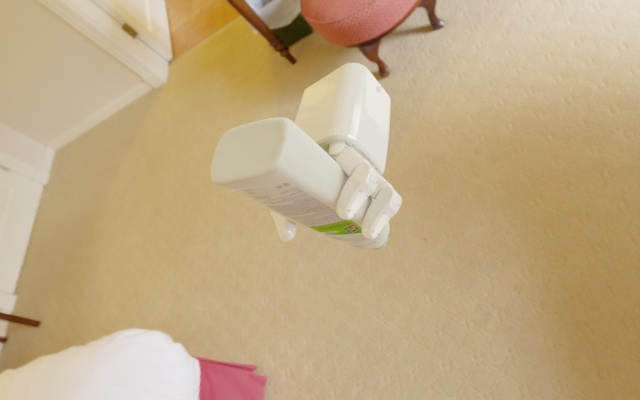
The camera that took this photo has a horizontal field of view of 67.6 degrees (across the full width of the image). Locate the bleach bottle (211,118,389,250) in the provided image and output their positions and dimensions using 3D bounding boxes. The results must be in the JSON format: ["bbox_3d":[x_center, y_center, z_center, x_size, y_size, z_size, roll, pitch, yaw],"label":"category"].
[{"bbox_3d":[0.000,0.002,0.545,0.102,0.068,0.251,-7,-29,34],"label":"bleach bottle"}]
